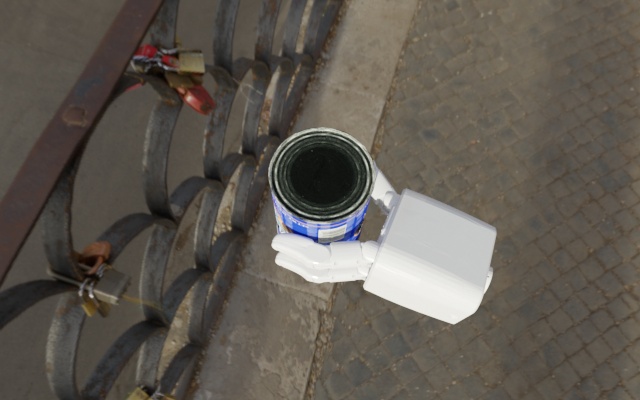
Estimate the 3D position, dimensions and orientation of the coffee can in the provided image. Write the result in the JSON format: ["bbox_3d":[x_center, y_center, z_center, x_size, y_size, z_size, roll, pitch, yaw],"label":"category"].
[{"bbox_3d":[0.000,0.002,0.516,0.103,0.102,0.140,0,-23,-1],"label":"coffee can"}]
